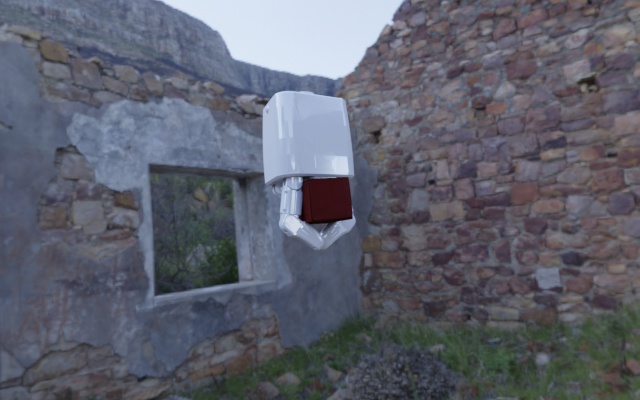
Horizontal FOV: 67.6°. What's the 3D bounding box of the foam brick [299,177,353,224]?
[{"bbox_3d":[0.000,0.002,0.592,0.053,0.051,0.078,-3,-5,-20],"label":"foam brick"}]
